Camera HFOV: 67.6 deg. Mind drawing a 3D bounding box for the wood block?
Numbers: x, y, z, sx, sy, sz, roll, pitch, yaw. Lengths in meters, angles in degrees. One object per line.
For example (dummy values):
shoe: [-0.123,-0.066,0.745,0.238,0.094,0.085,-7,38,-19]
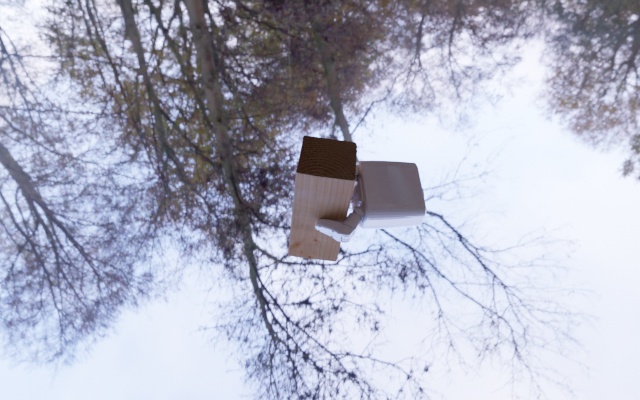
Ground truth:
wood block: [0.000,0.003,0.804,0.090,0.090,0.206,8,-44,-1]
